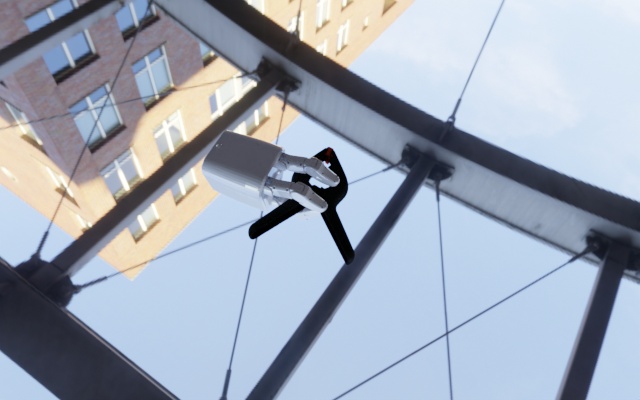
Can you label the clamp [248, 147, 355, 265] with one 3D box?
[{"bbox_3d":[0.000,0.002,0.767,0.164,0.210,0.036,21,-34,7],"label":"clamp"}]
